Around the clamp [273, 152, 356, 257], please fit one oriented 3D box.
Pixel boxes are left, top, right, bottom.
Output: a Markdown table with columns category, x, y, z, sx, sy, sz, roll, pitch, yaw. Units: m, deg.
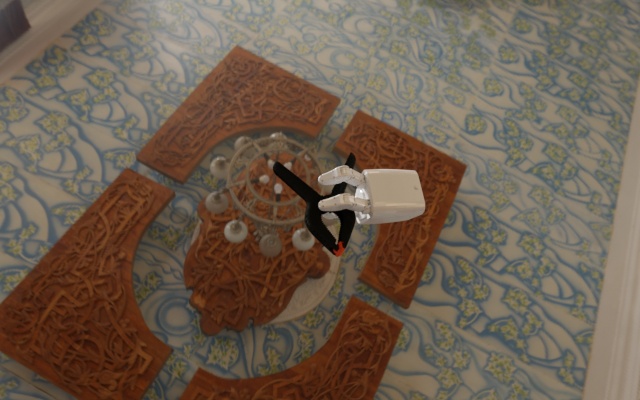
| category | x | y | z | sx | sy | sz | roll | pitch | yaw |
| --- | --- | --- | --- | --- | --- | --- | --- | --- | --- |
| clamp | 0.000 | 0.004 | 0.884 | 0.164 | 0.210 | 0.036 | -3 | -27 | -11 |
